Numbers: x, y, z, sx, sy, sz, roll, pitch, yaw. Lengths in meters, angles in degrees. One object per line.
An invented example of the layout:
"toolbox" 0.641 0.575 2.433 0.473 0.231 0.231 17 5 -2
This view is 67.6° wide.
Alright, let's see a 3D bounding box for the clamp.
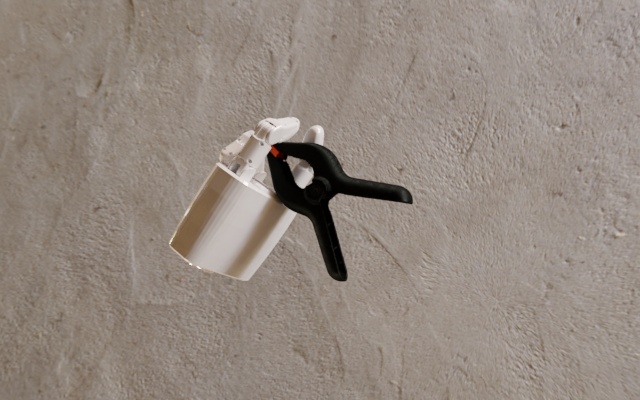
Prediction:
"clamp" 0.000 0.001 0.517 0.171 0.120 0.039 34 2 23
